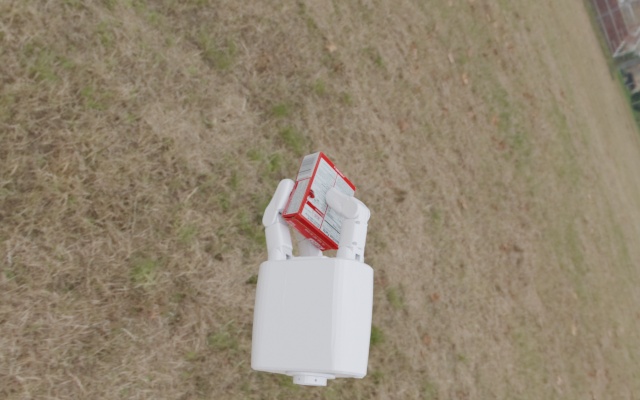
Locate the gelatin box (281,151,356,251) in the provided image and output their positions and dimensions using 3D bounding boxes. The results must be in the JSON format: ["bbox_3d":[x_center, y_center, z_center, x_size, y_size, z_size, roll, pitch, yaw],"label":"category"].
[{"bbox_3d":[0.001,0.001,0.542,0.030,0.089,0.073,-10,-40,40],"label":"gelatin box"}]
